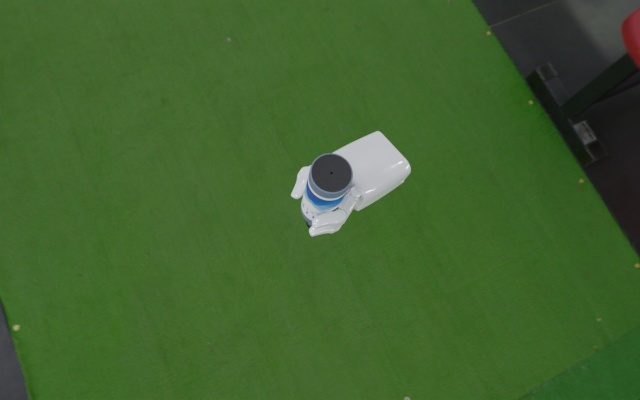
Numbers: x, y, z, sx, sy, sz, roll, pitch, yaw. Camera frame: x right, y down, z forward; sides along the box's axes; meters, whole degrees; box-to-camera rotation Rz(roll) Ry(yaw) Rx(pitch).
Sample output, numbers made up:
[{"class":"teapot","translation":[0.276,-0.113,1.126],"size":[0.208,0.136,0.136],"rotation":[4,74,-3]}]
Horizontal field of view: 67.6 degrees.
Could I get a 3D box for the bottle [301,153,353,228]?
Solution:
[{"class":"bottle","translation":[0.000,0.003,0.862],"size":[0.069,0.069,0.296],"rotation":[0,-18,-7]}]
